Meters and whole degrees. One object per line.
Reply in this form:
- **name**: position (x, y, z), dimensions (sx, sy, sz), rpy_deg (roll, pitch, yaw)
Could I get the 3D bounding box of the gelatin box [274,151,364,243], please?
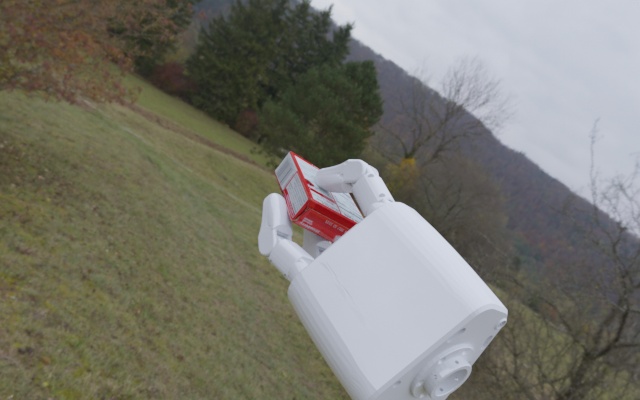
- **gelatin box**: position (0.000, 0.001, 0.442), dimensions (0.073, 0.030, 0.089), rpy_deg (30, 20, -31)
